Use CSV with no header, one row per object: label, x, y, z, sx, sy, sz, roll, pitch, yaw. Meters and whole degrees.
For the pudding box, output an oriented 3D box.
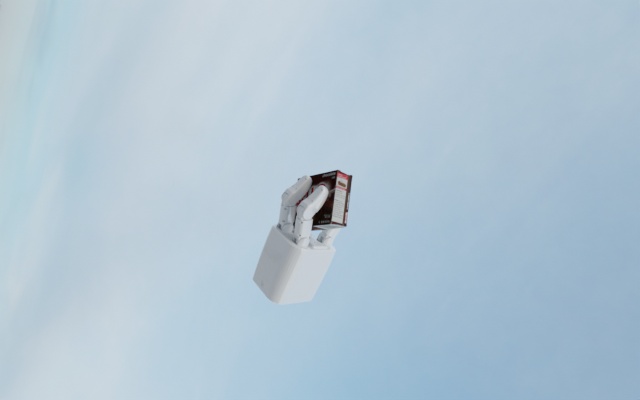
pudding box,0.000,0.003,0.793,0.039,0.090,0.113,16,-16,-38
